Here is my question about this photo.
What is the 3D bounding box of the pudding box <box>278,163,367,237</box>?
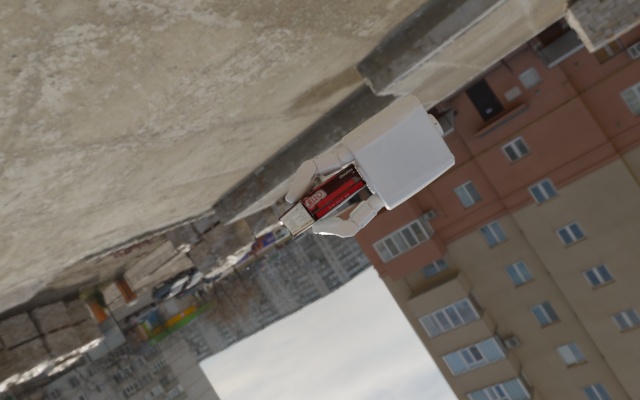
[{"bbox_3d":[0.000,0.002,0.634,0.090,0.039,0.113,-34,-3,-23],"label":"pudding box"}]
